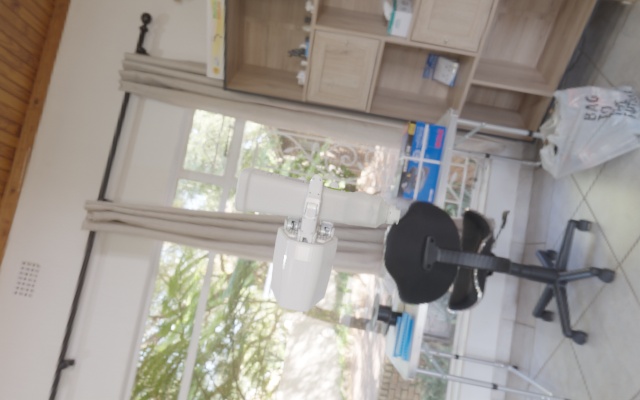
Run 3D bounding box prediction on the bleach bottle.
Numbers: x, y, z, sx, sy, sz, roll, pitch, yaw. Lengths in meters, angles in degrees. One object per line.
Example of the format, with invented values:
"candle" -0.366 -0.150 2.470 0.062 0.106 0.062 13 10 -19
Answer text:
"bleach bottle" 0.000 0.002 0.749 0.251 0.068 0.102 10 8 1
